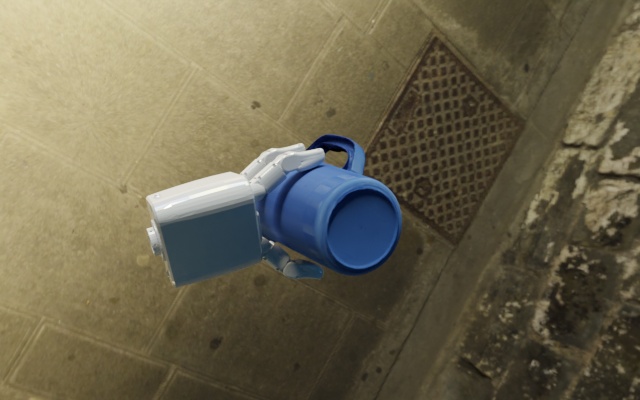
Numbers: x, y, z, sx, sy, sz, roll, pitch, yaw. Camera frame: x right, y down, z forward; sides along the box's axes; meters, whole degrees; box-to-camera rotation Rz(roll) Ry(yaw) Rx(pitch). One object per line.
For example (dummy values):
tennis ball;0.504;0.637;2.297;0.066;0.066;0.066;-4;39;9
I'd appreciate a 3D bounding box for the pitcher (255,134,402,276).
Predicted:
pitcher;0.000;0.002;0.609;0.145;0.149;0.243;-15;15;-22
